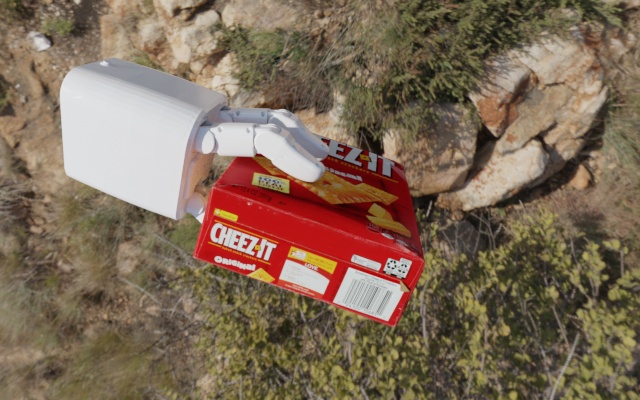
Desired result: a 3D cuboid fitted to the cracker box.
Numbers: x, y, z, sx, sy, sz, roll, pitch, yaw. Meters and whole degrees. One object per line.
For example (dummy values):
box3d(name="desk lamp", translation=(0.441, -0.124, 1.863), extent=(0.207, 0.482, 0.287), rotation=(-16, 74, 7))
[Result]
box3d(name="cracker box", translation=(0.000, 0.002, 0.439), extent=(0.164, 0.072, 0.213), rotation=(20, 24, -3))
